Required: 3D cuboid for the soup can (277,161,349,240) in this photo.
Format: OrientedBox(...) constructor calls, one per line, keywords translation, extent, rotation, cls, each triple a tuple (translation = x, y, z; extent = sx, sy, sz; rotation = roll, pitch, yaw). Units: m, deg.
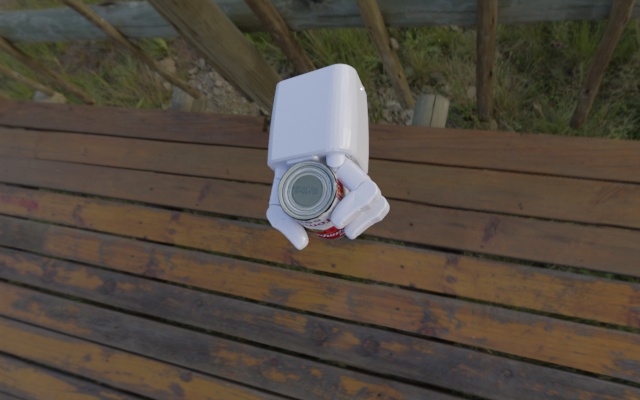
OrientedBox(translation=(0.000, 0.002, 0.544), extent=(0.068, 0.068, 0.102), rotation=(0, -15, 18), cls="soup can")
